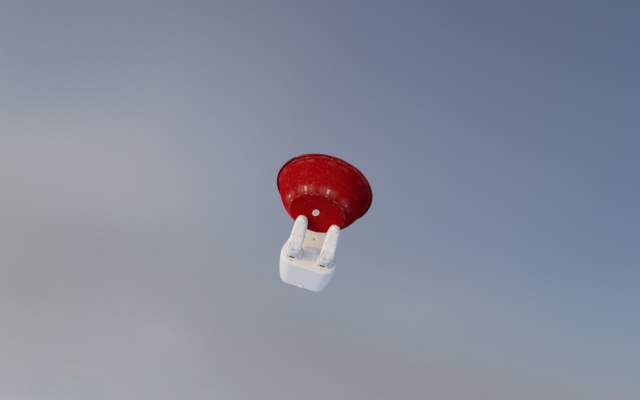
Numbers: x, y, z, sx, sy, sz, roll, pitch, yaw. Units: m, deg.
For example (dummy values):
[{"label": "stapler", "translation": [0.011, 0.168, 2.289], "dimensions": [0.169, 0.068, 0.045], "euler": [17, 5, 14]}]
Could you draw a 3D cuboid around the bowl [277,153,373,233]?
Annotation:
[{"label": "bowl", "translation": [0.000, 0.002, 0.767], "dimensions": [0.162, 0.055, 0.162], "euler": [9, -43, 9]}]
